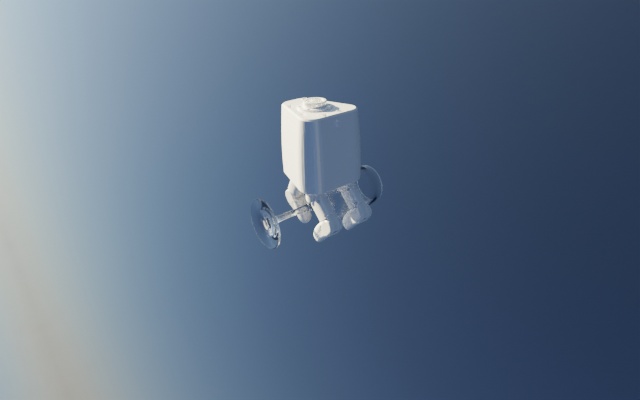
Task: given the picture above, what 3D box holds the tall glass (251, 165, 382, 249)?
[{"bbox_3d":[0.000,0.003,0.718,0.201,0.079,0.079,-21,12,-33],"label":"tall glass"}]
